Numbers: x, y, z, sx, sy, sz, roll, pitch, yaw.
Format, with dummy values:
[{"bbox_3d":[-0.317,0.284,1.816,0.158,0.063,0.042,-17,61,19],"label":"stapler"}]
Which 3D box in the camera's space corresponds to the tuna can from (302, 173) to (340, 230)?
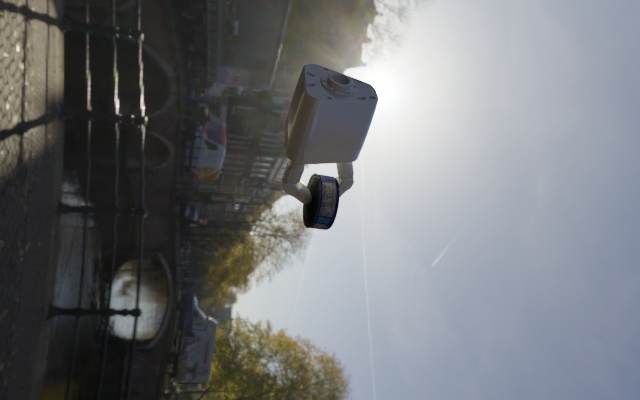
[{"bbox_3d":[0.001,0.003,0.741,0.034,0.086,0.086,8,-2,-17],"label":"tuna can"}]
